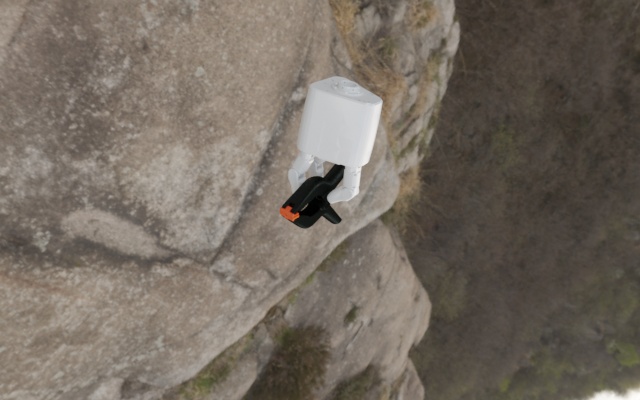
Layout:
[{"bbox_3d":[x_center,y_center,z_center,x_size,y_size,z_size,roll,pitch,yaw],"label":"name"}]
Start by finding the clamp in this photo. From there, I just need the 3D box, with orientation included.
[{"bbox_3d":[0.001,0.003,0.840,0.036,0.165,0.210,26,35,24],"label":"clamp"}]
